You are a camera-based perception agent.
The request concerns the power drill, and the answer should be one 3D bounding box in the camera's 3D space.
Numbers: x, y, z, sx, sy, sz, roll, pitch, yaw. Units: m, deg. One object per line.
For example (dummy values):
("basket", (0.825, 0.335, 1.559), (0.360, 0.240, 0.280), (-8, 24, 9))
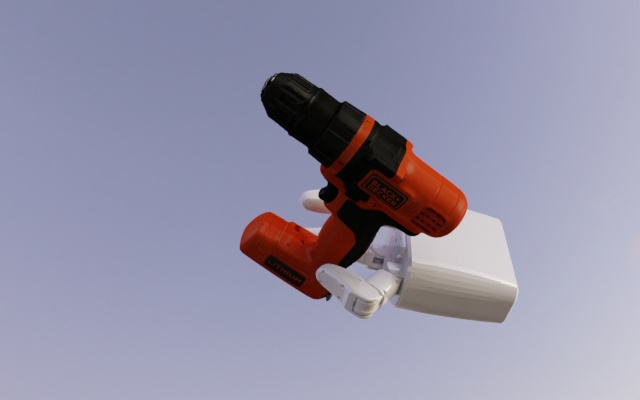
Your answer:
("power drill", (0.000, 0.002, 0.414), (0.184, 0.057, 0.188), (36, -45, -7))
